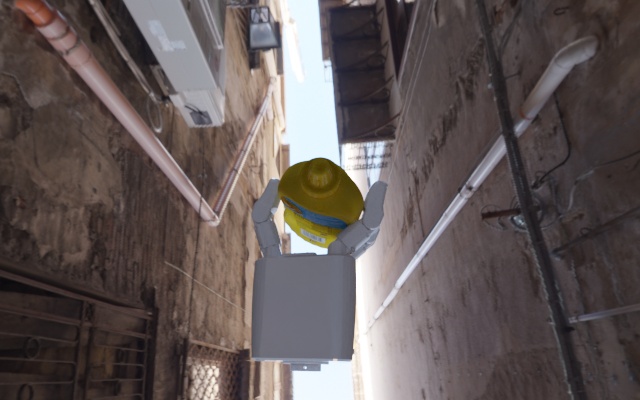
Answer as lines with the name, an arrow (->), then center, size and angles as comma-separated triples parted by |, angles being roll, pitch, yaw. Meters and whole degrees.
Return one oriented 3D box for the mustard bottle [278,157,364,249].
mustard bottle -> 0.000, 0.002, 0.539 | 0.096, 0.058, 0.192 | 24, -18, 9
